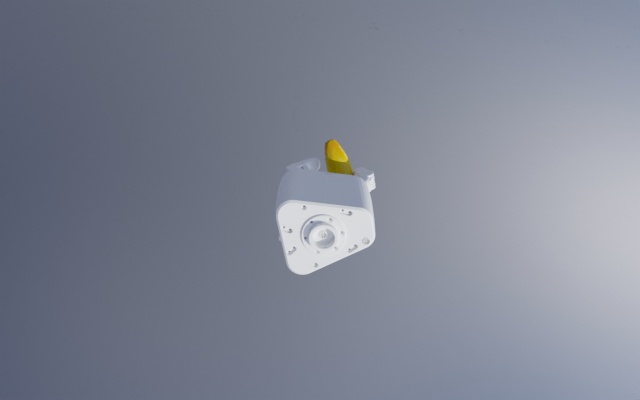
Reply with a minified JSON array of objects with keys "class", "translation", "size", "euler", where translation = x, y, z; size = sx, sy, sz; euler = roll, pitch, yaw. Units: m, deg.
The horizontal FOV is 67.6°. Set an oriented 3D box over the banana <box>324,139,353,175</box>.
[{"class":"banana","translation":[0.017,0.010,0.706],"size":[0.069,0.198,0.037],"euler":[15,22,-2]}]
